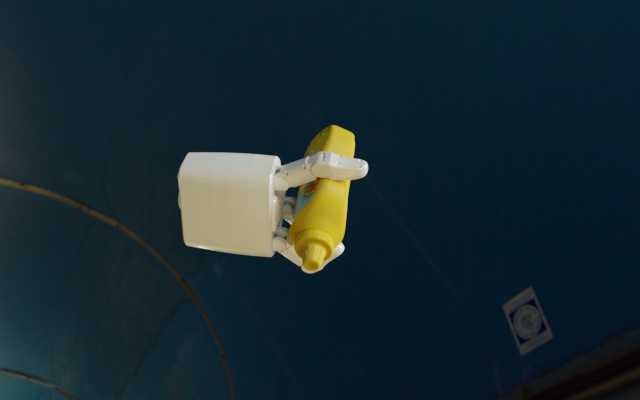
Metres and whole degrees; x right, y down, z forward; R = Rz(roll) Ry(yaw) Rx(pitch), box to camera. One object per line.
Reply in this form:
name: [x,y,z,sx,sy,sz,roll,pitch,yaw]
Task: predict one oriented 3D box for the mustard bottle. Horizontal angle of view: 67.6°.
mustard bottle: [0.000,0.002,0.552,0.058,0.191,0.096,23,-49,-12]
